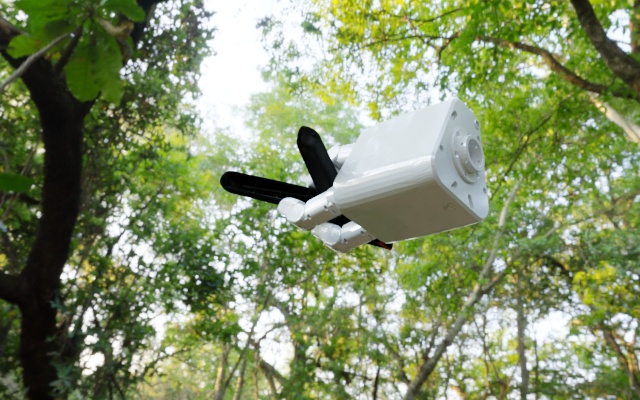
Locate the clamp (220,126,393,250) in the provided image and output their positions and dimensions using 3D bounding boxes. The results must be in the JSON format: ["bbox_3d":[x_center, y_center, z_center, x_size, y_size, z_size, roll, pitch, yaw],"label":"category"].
[{"bbox_3d":[0.001,0.001,0.535,0.164,0.036,0.210,-13,-38,45],"label":"clamp"}]
